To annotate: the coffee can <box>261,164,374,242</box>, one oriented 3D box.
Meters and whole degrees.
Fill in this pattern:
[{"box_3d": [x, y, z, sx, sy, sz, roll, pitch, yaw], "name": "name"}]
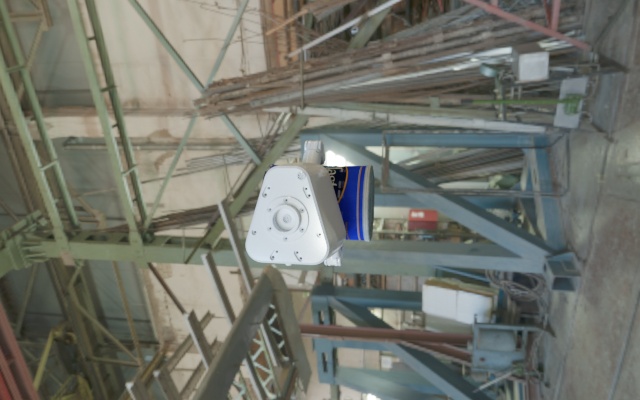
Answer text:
[{"box_3d": [0.000, 0.002, 0.653, 0.140, 0.103, 0.103, 1, 0, 11], "name": "coffee can"}]
